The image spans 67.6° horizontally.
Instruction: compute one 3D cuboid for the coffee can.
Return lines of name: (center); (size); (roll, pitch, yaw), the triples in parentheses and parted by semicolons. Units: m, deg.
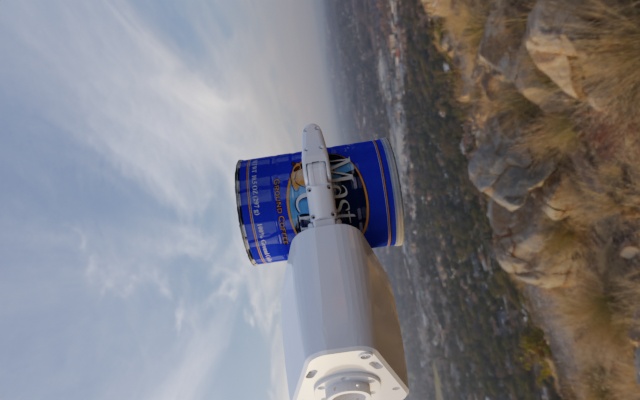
coffee can: (0.000, 0.001, 0.452); (0.140, 0.103, 0.103); (-8, 0, 1)
